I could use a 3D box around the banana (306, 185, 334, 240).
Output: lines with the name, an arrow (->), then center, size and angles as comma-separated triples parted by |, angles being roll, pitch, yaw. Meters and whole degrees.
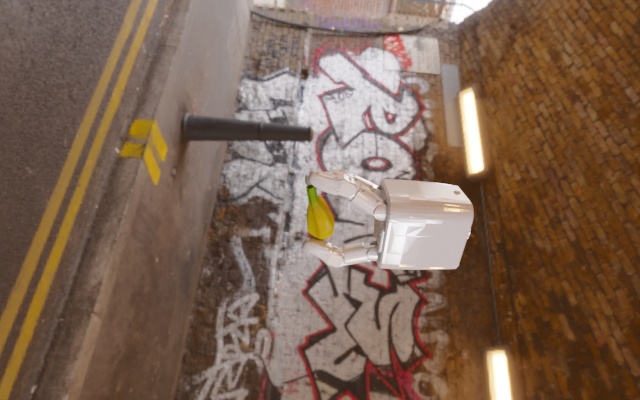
banana -> 0.000, 0.021, 0.670 | 0.037, 0.069, 0.198 | 0, -4, 0
